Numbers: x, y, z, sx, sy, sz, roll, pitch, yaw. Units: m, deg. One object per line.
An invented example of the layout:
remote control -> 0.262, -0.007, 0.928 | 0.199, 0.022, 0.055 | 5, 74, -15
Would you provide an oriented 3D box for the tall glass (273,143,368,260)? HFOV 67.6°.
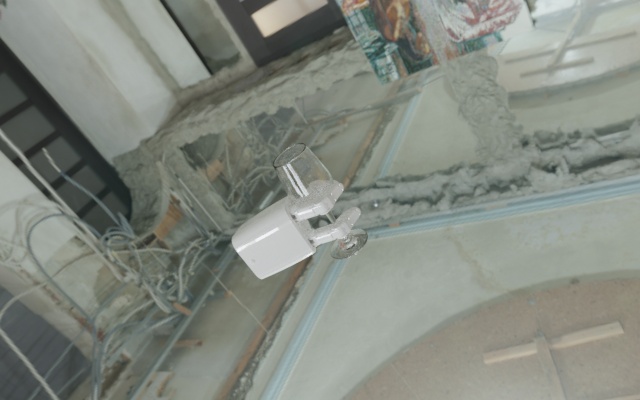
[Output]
tall glass -> 0.001, 0.003, 0.794 | 0.079, 0.201, 0.079 | -26, 27, 14
